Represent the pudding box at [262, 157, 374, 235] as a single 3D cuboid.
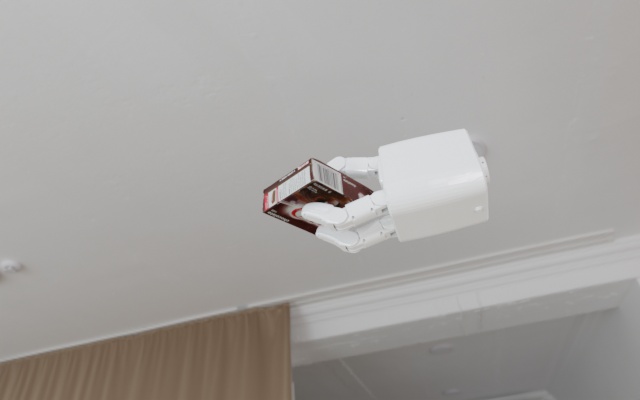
[{"bbox_3d":[0.000,0.002,0.583,0.113,0.039,0.090,28,-45,-36],"label":"pudding box"}]
